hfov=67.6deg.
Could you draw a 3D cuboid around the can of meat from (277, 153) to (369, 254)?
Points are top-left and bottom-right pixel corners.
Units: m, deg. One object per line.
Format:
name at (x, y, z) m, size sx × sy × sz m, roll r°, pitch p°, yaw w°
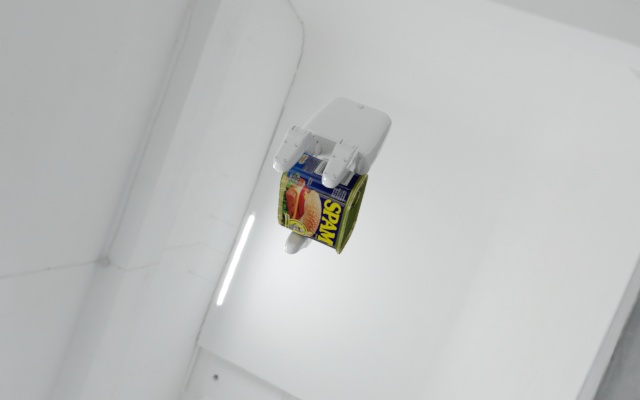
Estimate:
can of meat at (0.000, 0.002, 0.547) m, size 0.084 × 0.102 × 0.057 m, roll 23°, pitch 47°, yaw 12°
